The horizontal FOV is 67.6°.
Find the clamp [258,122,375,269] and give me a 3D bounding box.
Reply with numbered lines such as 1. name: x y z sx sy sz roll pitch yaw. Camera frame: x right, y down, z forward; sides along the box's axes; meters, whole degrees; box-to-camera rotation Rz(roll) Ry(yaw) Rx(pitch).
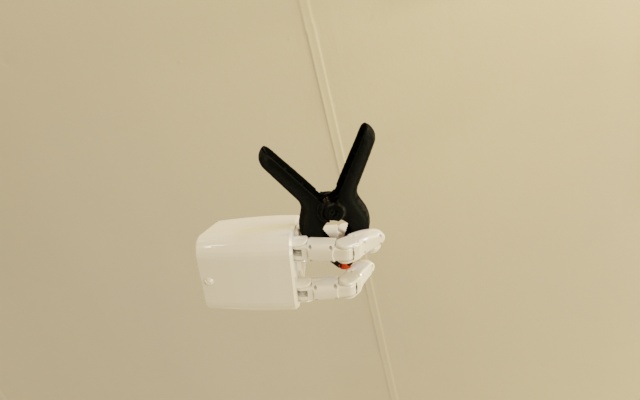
1. clamp: 0.000 0.002 0.520 0.120 0.171 0.039 -2 27 3
